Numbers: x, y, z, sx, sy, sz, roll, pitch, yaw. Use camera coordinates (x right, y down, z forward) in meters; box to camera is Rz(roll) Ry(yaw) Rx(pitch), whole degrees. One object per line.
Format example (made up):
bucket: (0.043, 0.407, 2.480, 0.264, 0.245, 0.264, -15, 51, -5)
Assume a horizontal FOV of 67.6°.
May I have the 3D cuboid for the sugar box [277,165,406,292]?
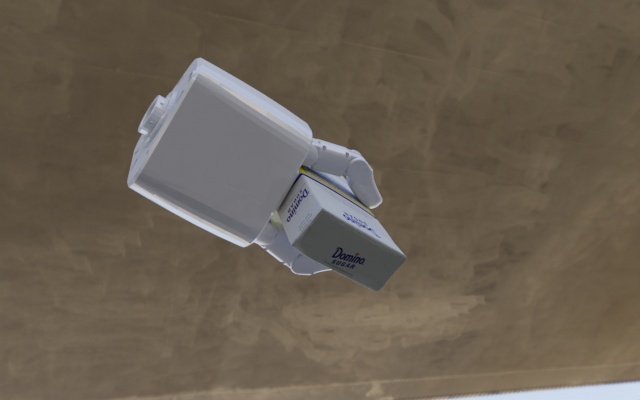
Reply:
sugar box: (0.000, 0.002, 0.436, 0.093, 0.048, 0.176, 31, 17, -28)
